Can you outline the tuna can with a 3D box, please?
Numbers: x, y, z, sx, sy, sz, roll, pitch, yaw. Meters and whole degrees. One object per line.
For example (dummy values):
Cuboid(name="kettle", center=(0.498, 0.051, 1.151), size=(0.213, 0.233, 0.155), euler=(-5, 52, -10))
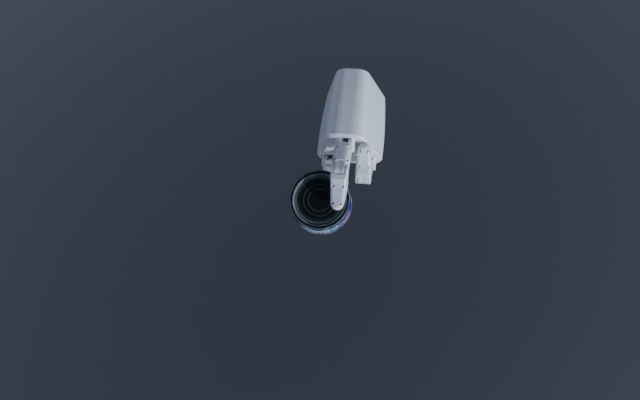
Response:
Cuboid(name="tuna can", center=(0.000, 0.002, 0.657), size=(0.086, 0.086, 0.034), euler=(0, -12, 5))
